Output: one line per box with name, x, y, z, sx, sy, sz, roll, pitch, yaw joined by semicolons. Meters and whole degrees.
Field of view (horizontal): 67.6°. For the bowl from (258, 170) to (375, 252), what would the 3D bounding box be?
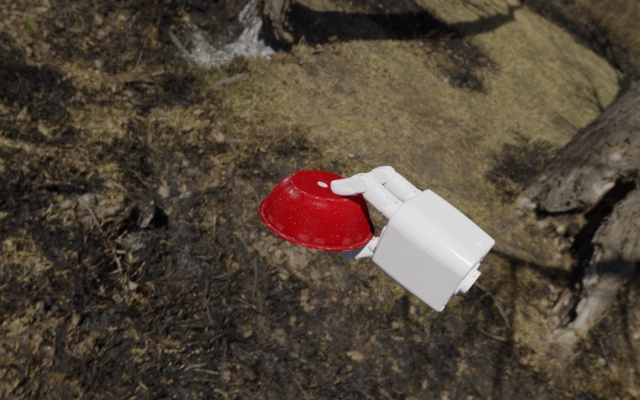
bowl;-0.001;0.001;0.642;0.162;0.055;0.162;10;26;-5
